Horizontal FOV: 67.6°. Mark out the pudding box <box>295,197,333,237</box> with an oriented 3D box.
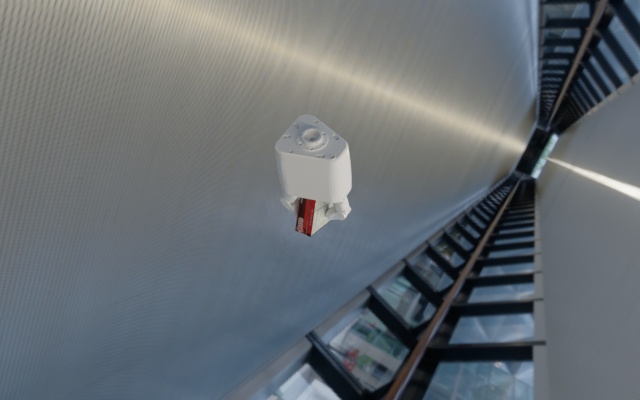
[{"bbox_3d":[0.000,0.003,0.880,0.039,0.090,0.113,24,32,23],"label":"pudding box"}]
